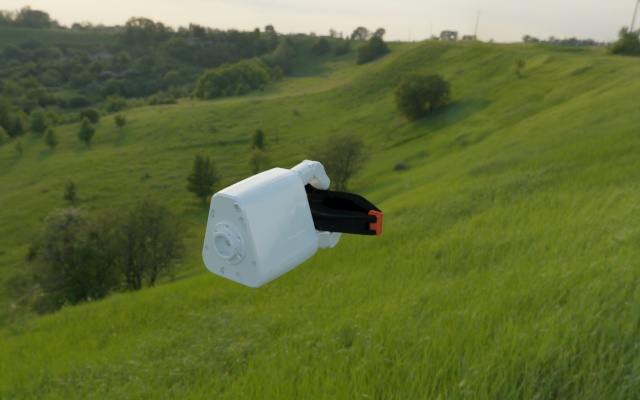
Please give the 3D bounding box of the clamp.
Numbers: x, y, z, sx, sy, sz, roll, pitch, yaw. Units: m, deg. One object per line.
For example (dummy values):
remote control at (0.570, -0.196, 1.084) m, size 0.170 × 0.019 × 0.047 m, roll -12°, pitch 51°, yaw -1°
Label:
clamp at (0.000, 0.002, 0.662) m, size 0.210 × 0.036 × 0.164 m, roll 13°, pitch 25°, yaw 31°
